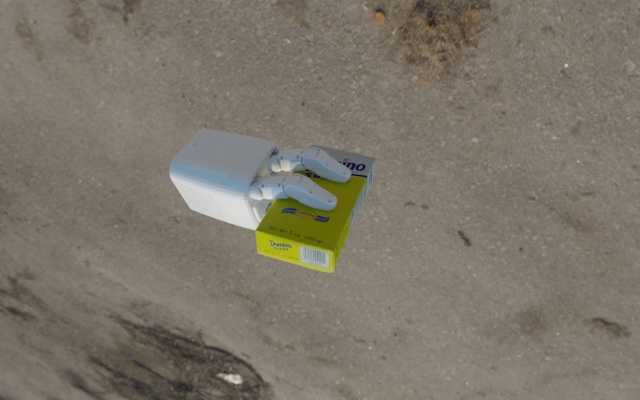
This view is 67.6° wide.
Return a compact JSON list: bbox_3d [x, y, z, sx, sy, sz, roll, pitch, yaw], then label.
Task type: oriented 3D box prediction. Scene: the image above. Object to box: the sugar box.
[{"bbox_3d":[0.000,0.002,0.581,0.093,0.048,0.176,14,46,13],"label":"sugar box"}]
